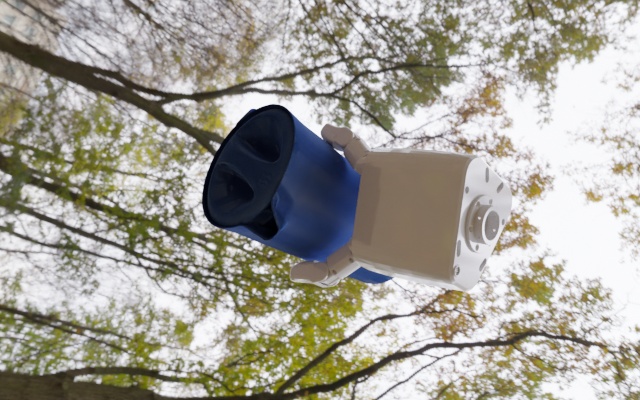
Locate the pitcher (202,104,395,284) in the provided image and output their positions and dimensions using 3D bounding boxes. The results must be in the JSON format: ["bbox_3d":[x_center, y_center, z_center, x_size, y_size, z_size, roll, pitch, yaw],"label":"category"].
[{"bbox_3d":[0.000,0.002,0.539,0.145,0.149,0.243,6,-19,47],"label":"pitcher"}]
